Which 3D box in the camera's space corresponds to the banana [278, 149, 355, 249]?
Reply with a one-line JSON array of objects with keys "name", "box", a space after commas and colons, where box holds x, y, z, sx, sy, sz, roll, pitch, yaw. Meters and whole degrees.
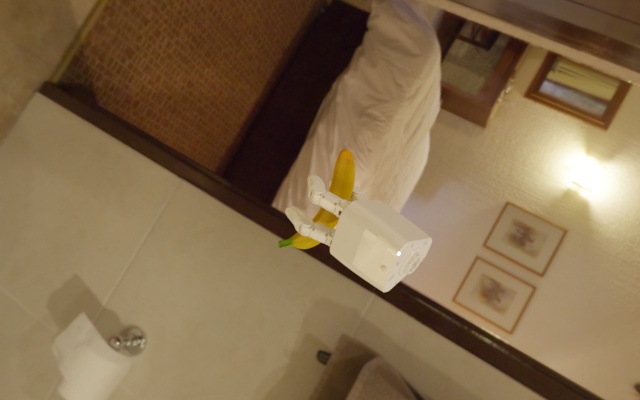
[{"name": "banana", "box": [0.011, 0.010, 0.776, 0.070, 0.198, 0.037, 19, 20, -45]}]
